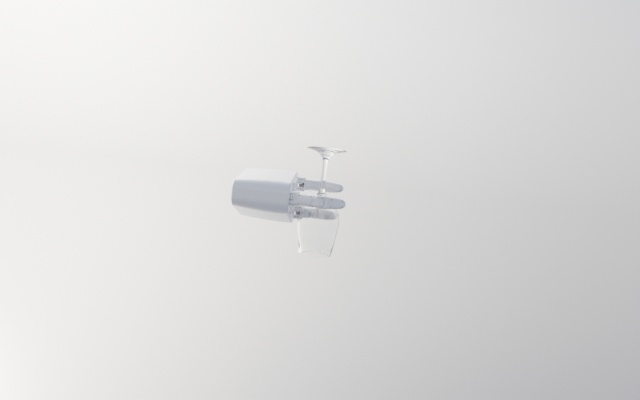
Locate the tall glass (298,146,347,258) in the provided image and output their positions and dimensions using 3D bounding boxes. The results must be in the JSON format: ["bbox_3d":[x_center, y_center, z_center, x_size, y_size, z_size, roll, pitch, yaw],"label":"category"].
[{"bbox_3d":[0.000,0.002,0.892,0.079,0.201,0.079,6,3,0],"label":"tall glass"}]
